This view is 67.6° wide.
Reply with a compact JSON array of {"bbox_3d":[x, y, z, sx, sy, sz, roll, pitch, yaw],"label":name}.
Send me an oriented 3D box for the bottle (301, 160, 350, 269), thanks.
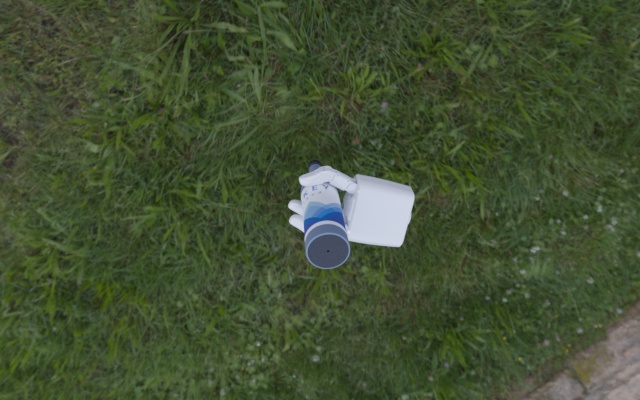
[{"bbox_3d":[0.000,0.003,0.836,0.069,0.069,0.295,0,30,-5],"label":"bottle"}]
